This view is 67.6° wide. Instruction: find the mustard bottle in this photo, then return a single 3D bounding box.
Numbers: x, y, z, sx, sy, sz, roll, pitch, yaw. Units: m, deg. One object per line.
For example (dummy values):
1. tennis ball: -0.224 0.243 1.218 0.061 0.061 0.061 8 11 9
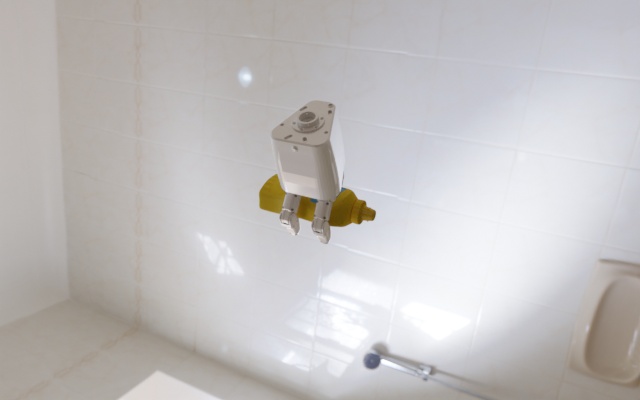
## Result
1. mustard bottle: 0.000 0.003 0.798 0.191 0.058 0.096 13 26 22
